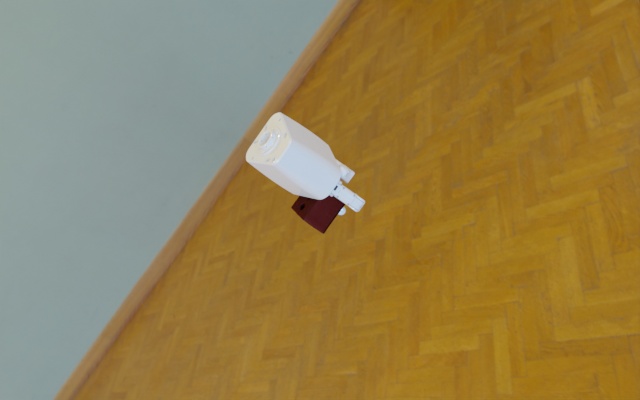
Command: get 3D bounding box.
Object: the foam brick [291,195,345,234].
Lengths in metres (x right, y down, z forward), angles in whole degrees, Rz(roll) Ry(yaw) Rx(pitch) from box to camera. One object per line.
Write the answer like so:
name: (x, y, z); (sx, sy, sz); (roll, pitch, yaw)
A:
foam brick: (0.000, 0.003, 0.779); (0.051, 0.078, 0.053); (33, 5, -36)
